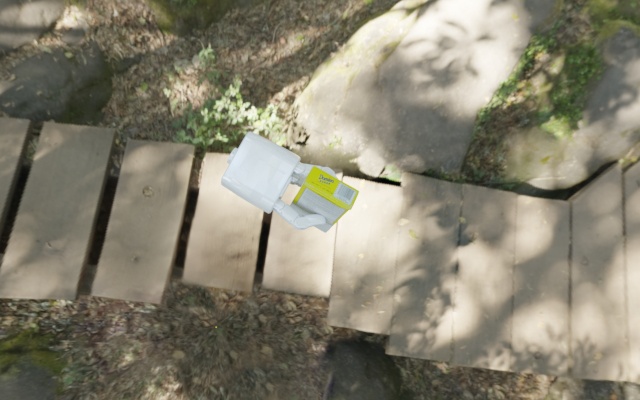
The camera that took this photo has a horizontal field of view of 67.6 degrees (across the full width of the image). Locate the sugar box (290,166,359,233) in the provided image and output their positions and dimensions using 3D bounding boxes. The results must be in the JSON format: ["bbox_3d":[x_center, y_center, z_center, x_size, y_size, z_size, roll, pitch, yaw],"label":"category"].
[{"bbox_3d":[0.000,0.002,0.881,0.093,0.048,0.176,30,-19,-4],"label":"sugar box"}]
